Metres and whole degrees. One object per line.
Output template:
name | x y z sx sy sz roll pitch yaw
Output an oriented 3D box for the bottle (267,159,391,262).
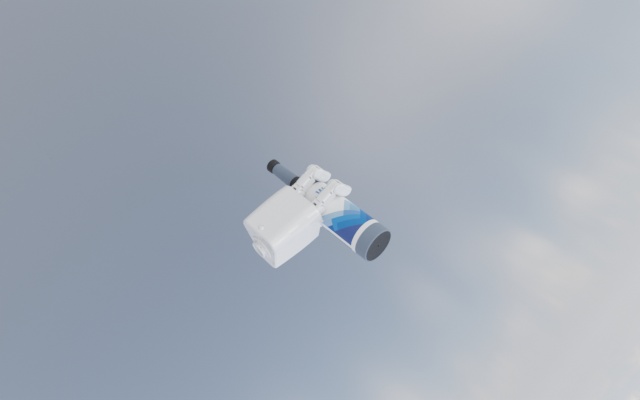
bottle | 0.000 0.003 0.896 0.295 0.069 0.069 37 22 32
